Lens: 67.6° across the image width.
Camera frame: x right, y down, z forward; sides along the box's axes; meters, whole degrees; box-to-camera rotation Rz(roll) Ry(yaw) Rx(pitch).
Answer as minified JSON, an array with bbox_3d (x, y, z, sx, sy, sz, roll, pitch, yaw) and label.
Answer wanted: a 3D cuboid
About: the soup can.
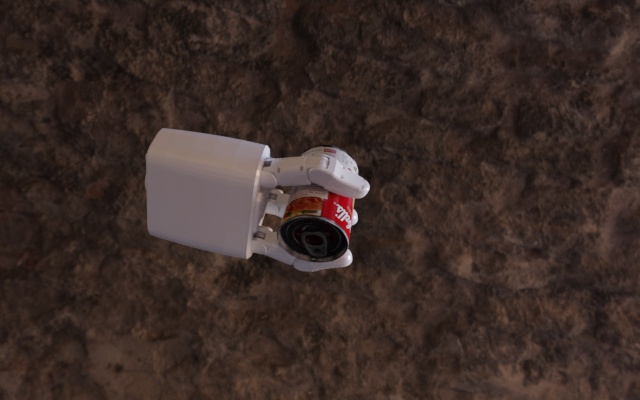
[{"bbox_3d":[0.001,0.001,0.479,0.068,0.102,0.069,6,-43,6],"label":"soup can"}]
